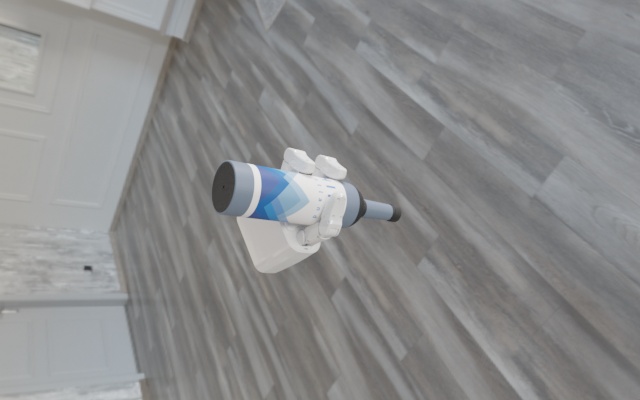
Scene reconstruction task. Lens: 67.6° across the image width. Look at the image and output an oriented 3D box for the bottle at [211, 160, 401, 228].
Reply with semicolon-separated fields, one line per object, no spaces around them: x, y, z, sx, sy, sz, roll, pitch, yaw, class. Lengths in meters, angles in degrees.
0.000;0.002;0.659;0.296;0.069;0.069;9;-5;-37;bottle
